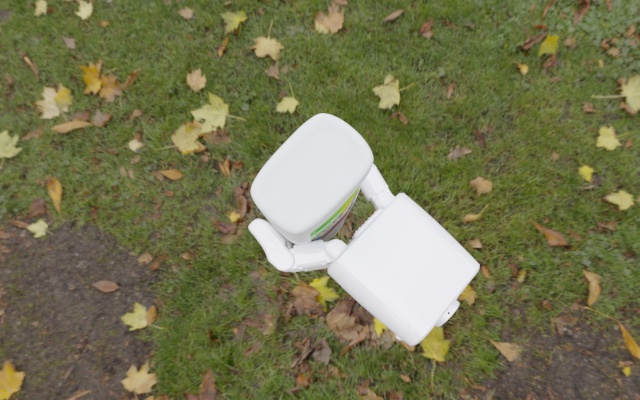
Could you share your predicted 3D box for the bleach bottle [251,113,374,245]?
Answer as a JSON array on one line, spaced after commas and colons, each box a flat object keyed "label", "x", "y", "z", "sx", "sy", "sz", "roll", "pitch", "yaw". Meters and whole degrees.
[{"label": "bleach bottle", "x": 0.000, "y": 0.002, "z": 0.494, "sx": 0.068, "sy": 0.102, "sz": 0.251, "roll": 43, "pitch": -5, "yaw": 10}]
